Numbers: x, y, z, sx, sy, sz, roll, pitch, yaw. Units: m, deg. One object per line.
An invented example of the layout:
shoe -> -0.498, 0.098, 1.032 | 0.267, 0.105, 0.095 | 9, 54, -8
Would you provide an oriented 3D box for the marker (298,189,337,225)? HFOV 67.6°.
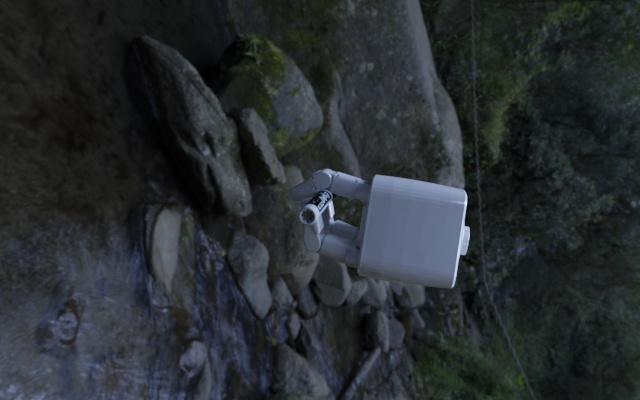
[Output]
marker -> 0.000, 0.002, 0.528 | 0.020, 0.020, 0.121 | 0, 13, 13
